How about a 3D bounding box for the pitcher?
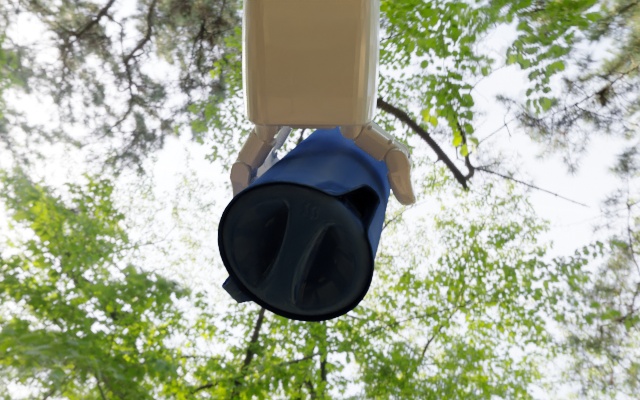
[{"bbox_3d":[0.000,0.001,0.486,0.149,0.145,0.242,7,27,14],"label":"pitcher"}]
